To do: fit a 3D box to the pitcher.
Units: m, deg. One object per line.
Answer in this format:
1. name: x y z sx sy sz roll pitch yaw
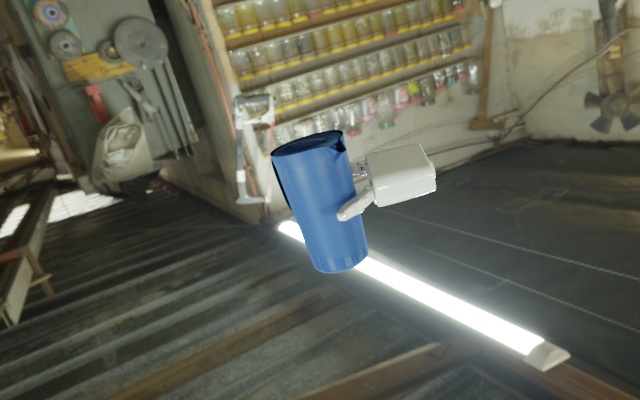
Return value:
1. pitcher: 0.000 0.003 0.869 0.145 0.243 0.149 -16 18 3
